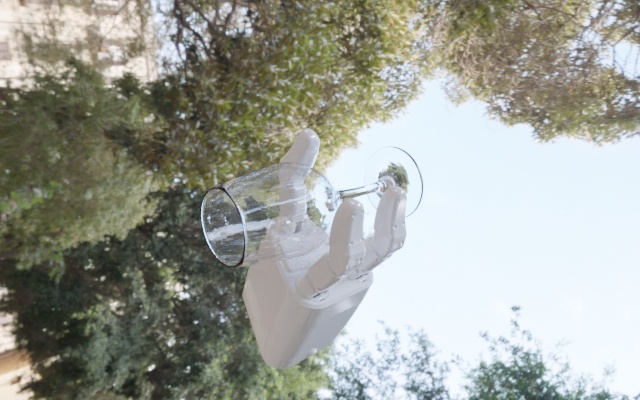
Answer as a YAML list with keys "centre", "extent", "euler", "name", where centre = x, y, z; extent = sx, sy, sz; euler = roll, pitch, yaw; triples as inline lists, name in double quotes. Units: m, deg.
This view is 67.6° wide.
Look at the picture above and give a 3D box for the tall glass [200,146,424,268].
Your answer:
- centre: [0.001, 0.001, 0.415]
  extent: [0.201, 0.079, 0.079]
  euler: [-14, 9, -41]
  name: "tall glass"
